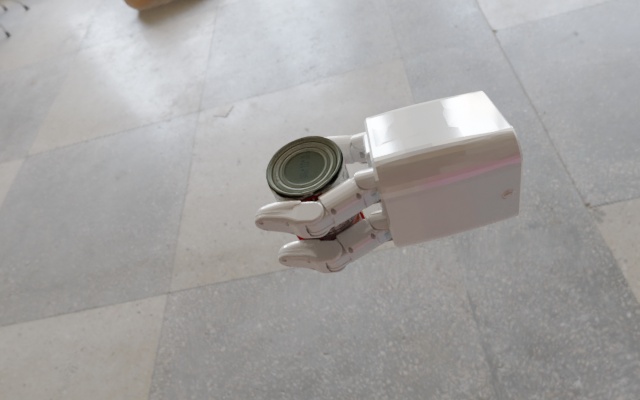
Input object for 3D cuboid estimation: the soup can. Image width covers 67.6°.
[{"bbox_3d":[-0.001,0.001,0.424,0.068,0.068,0.102,0,-37,20],"label":"soup can"}]
